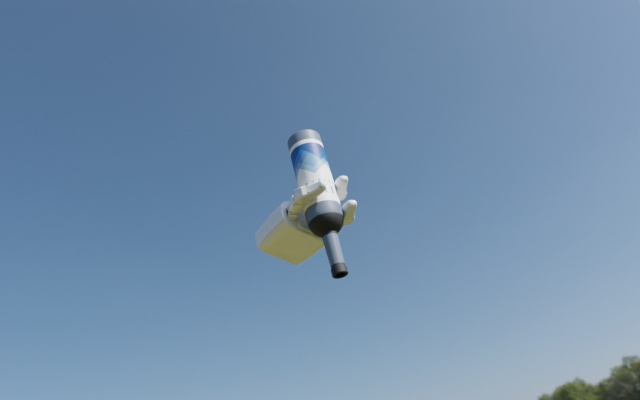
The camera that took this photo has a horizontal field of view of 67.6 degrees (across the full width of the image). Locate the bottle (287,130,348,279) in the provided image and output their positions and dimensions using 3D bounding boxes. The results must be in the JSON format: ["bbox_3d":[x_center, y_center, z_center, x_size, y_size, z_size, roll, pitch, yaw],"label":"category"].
[{"bbox_3d":[0.000,0.003,0.864,0.069,0.295,0.069,-11,-32,-7],"label":"bottle"}]
